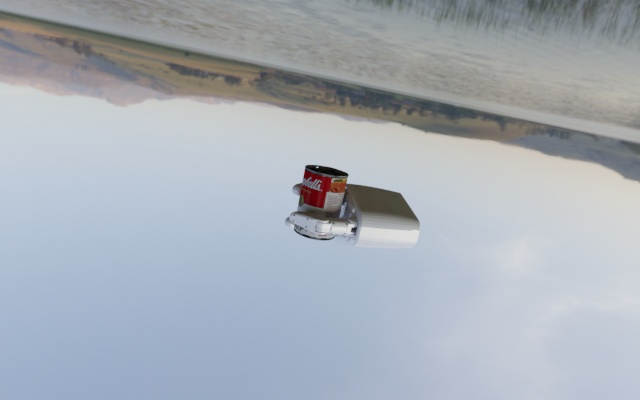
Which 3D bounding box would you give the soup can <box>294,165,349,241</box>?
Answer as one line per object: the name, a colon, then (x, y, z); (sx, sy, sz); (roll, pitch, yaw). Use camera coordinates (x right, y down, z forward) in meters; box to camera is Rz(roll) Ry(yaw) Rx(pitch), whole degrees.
soup can: (0.000, 0.003, 0.732); (0.068, 0.102, 0.068); (11, 14, -3)
